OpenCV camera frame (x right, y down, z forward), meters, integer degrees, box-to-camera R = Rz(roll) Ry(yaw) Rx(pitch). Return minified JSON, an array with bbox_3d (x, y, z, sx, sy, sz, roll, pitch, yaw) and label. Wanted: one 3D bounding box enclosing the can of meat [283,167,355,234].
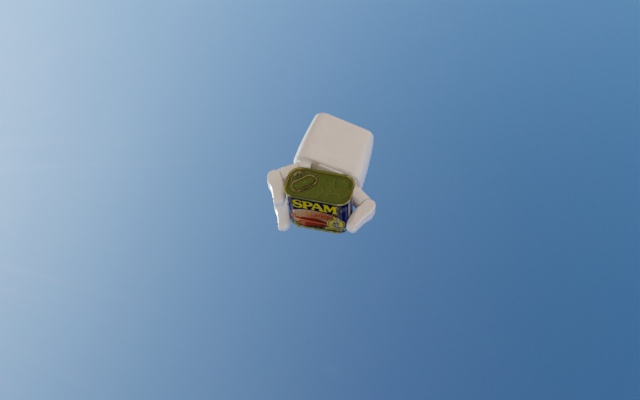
[{"bbox_3d":[0.000,0.003,0.725,0.102,0.057,0.084,10,-35,11],"label":"can of meat"}]
